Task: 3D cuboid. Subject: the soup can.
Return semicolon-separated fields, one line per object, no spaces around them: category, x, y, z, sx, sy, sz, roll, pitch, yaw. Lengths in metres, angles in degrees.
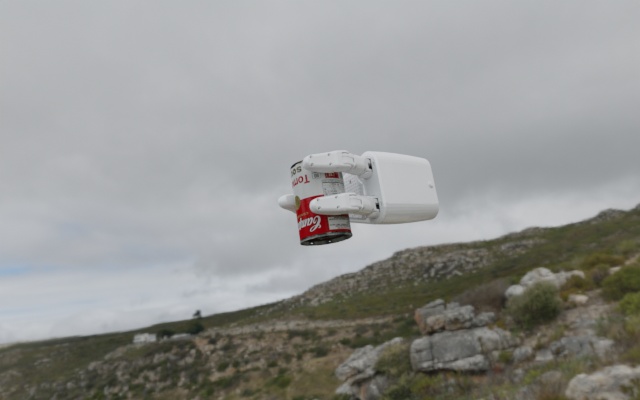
soup can;0.000;0.002;0.617;0.068;0.102;0.068;-8;-14;-2
